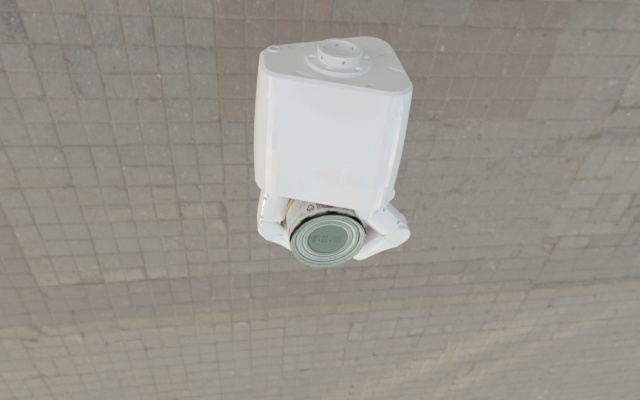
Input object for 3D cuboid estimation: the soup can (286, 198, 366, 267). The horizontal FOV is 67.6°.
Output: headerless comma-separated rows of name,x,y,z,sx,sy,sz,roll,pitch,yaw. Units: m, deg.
soup can,0.000,0.002,0.440,0.068,0.069,0.102,0,42,-11
